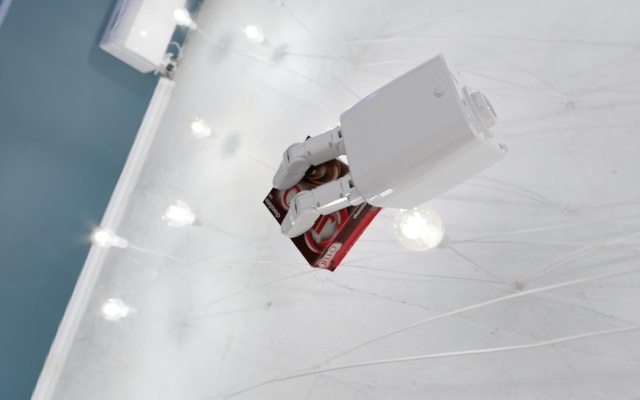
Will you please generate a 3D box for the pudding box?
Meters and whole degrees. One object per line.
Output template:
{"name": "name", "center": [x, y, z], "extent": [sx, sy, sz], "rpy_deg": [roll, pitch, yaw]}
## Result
{"name": "pudding box", "center": [0.000, 0.002, 0.478], "extent": [0.039, 0.090, 0.113], "rpy_deg": [24, 17, -43]}
